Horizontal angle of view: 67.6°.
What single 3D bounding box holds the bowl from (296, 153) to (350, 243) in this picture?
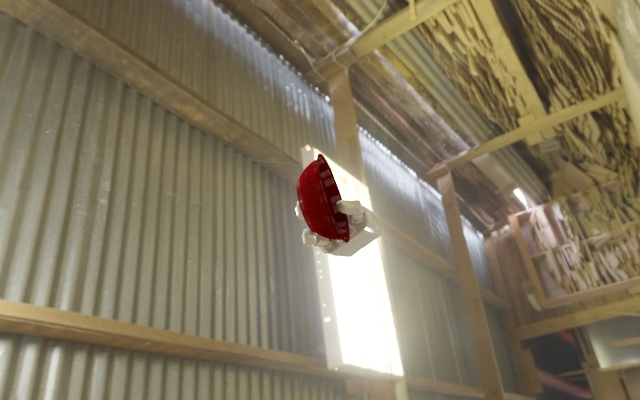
[{"bbox_3d":[-0.001,0.002,0.827,0.055,0.162,0.162,-17,-3,11],"label":"bowl"}]
